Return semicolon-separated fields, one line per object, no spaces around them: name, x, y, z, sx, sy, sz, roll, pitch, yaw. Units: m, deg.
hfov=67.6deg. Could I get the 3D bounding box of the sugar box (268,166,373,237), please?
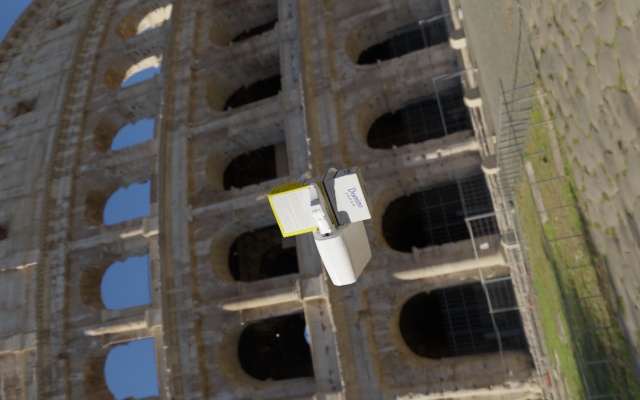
sugar box;0.000;0.003;0.883;0.176;0.093;0.048;-14;21;16
